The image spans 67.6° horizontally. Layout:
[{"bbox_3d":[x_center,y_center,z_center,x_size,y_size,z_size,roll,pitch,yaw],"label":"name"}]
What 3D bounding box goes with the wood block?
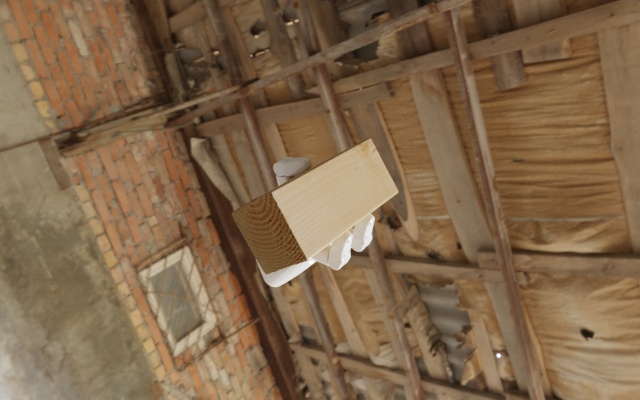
[{"bbox_3d":[0.000,0.002,0.629,0.090,0.091,0.206,-25,5,45],"label":"wood block"}]
